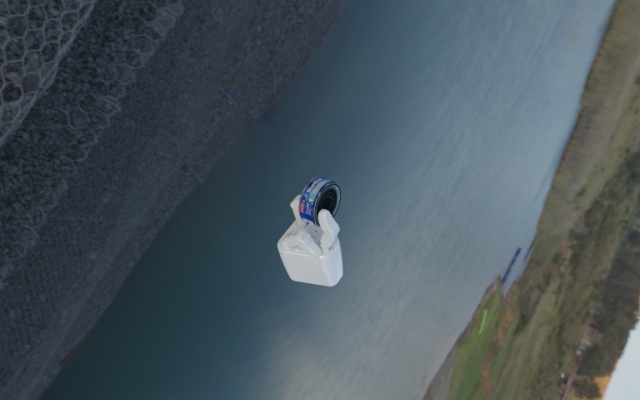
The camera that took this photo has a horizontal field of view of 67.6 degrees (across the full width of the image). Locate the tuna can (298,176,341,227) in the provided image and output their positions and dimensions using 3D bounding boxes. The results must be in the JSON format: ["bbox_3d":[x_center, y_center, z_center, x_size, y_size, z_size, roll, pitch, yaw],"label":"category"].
[{"bbox_3d":[0.001,0.003,0.846,0.033,0.086,0.086,21,11,31],"label":"tuna can"}]
